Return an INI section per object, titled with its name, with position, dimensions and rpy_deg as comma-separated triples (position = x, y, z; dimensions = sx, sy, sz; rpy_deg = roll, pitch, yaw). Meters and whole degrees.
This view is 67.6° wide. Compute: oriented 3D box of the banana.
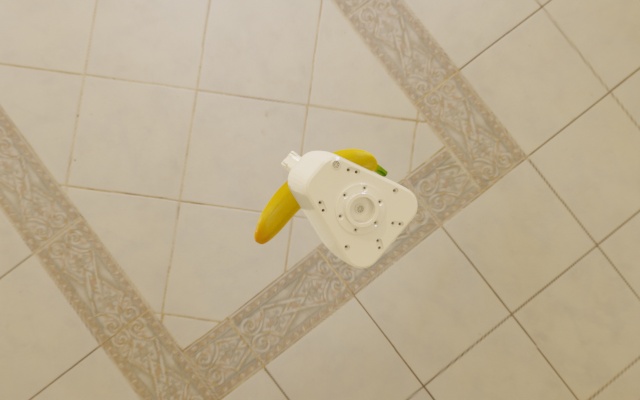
[banana]
position = -0.004, -0.015, 0.599
dimensions = 0.198, 0.070, 0.037
rpy_deg = -28, 25, -11
